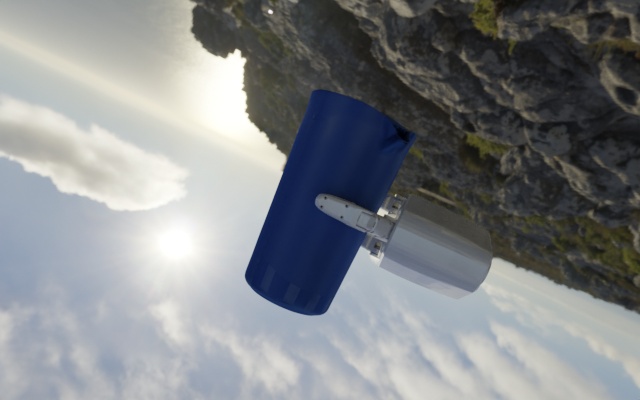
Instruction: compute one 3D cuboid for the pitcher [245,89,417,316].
[{"bbox_3d":[0.000,0.002,0.570,0.145,0.243,0.149,24,1,9],"label":"pitcher"}]
